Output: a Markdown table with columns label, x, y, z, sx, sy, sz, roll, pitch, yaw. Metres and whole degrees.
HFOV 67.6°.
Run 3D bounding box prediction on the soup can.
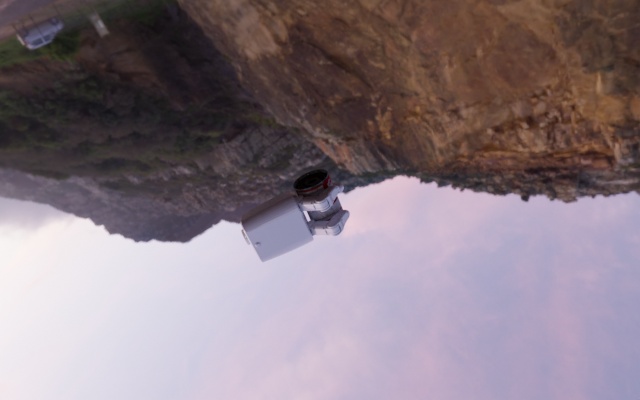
| label | x | y | z | sx | sy | sz | roll | pitch | yaw |
| --- | --- | --- | --- | --- | --- | --- | --- | --- | --- |
| soup can | 0.001 | 0.003 | 0.886 | 0.068 | 0.102 | 0.068 | -19 | 27 | 10 |
